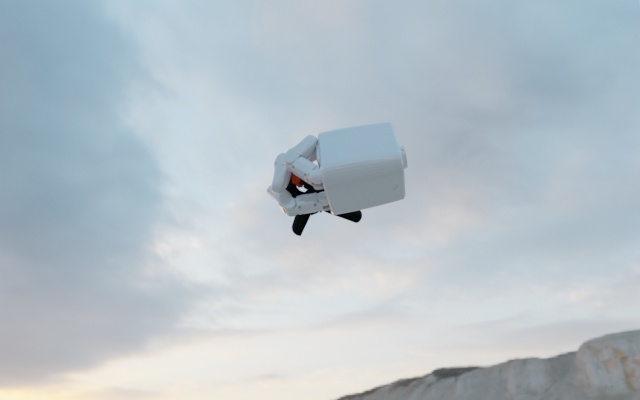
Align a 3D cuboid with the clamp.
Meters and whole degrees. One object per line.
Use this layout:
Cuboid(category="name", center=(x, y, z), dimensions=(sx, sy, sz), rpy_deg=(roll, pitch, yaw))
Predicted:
Cuboid(category="clamp", center=(0.000, 0.002, 0.744), dimensions=(0.120, 0.039, 0.172), rpy_deg=(-14, -30, 2))
